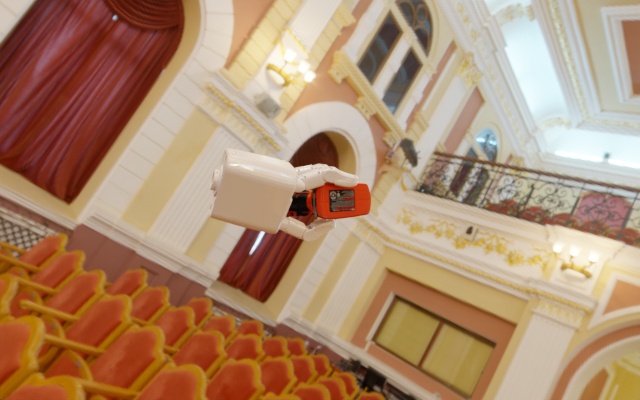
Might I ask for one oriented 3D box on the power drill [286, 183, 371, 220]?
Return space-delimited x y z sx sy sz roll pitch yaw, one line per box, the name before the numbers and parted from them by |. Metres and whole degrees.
power drill | 0.000 0.003 0.831 0.184 0.057 0.187 -6 0 -35
